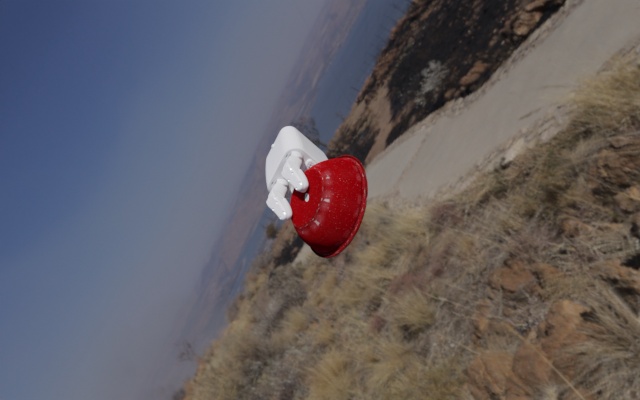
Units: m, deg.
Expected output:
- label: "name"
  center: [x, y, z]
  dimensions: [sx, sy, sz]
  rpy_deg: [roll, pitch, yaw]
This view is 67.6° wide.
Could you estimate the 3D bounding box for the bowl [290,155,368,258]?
- label: "bowl"
  center: [0.000, 0.003, 0.715]
  dimensions: [0.055, 0.162, 0.162]
  rpy_deg: [16, -8, -31]
